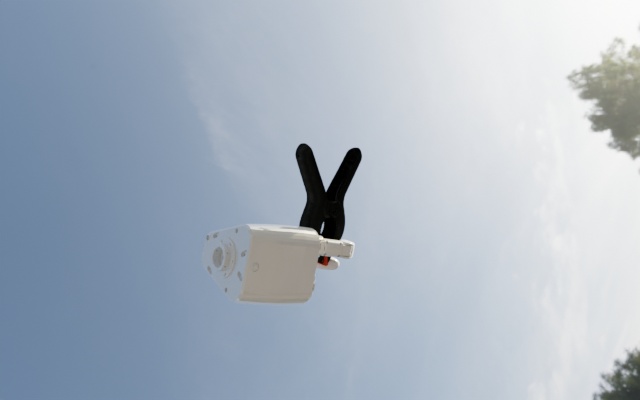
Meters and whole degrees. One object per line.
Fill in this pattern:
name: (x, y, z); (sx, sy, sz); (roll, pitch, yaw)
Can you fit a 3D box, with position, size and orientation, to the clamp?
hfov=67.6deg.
clamp: (0.000, 0.002, 0.646); (0.120, 0.171, 0.039); (10, 0, -42)
